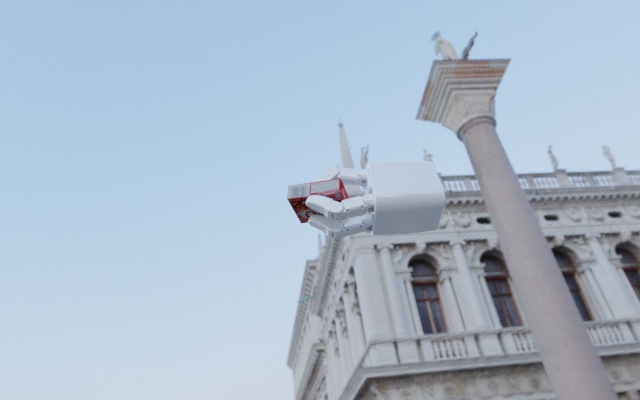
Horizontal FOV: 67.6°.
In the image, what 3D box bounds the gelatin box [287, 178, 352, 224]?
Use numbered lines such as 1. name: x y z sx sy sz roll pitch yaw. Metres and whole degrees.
1. gelatin box: 0.000 0.002 0.759 0.089 0.030 0.073 -7 -36 14
